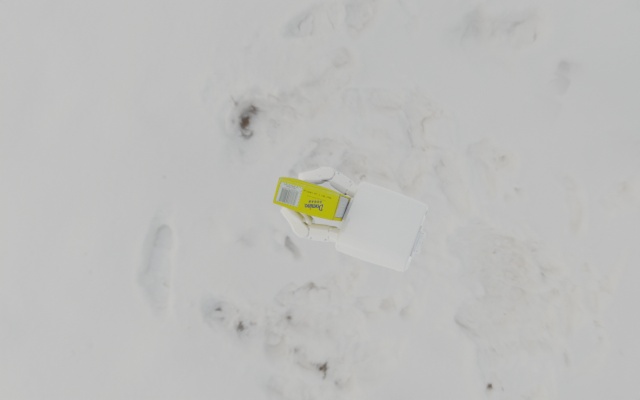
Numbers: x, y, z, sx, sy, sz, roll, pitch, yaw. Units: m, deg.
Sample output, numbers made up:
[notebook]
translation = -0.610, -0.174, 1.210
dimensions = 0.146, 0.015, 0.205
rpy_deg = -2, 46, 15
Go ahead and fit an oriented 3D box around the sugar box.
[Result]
[sugar box]
translation = 0.000, 0.003, 0.736
dimensions = 0.093, 0.048, 0.176
rpy_deg = 17, -2, 15
